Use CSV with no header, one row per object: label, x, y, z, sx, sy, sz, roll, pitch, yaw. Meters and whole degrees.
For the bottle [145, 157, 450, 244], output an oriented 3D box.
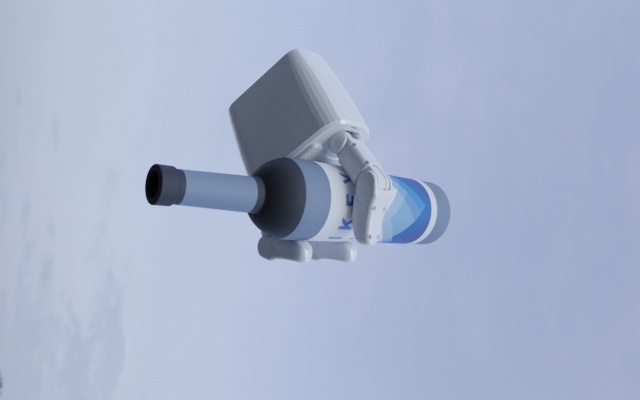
bottle,0.000,0.001,0.409,0.296,0.069,0.069,6,-4,-42
